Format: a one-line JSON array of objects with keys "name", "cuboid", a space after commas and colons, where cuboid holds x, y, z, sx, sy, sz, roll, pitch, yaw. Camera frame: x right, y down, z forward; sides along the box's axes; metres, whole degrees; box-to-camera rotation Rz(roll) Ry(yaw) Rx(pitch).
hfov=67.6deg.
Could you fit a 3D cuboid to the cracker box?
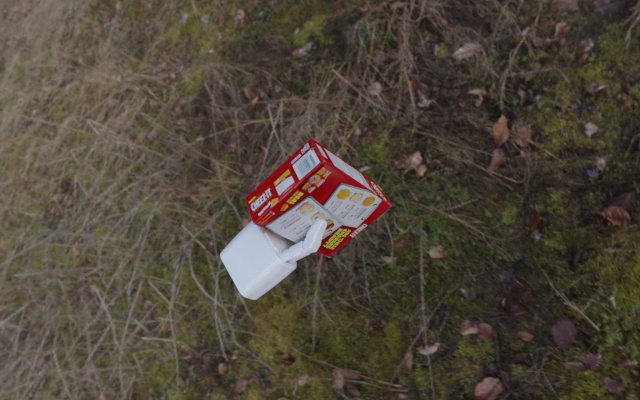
[{"name": "cracker box", "cuboid": [0.000, 0.003, 0.850, 0.164, 0.072, 0.214, -41, -40, 18]}]
